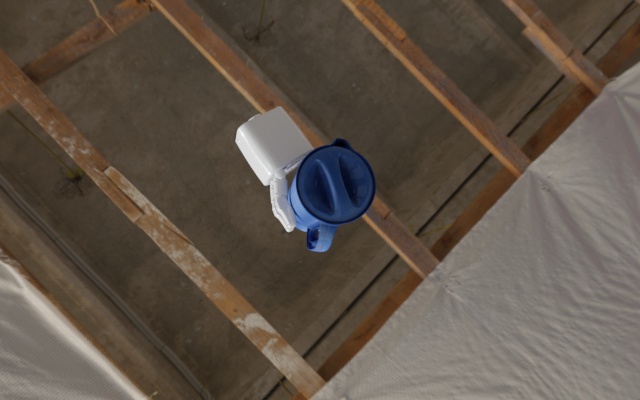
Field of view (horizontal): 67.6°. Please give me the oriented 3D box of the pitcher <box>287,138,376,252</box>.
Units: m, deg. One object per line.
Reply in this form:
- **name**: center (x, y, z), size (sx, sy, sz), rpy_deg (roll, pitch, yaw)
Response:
- **pitcher**: center (0.000, 0.003, 0.874), size (0.149, 0.145, 0.243), rpy_deg (-36, -2, -16)
